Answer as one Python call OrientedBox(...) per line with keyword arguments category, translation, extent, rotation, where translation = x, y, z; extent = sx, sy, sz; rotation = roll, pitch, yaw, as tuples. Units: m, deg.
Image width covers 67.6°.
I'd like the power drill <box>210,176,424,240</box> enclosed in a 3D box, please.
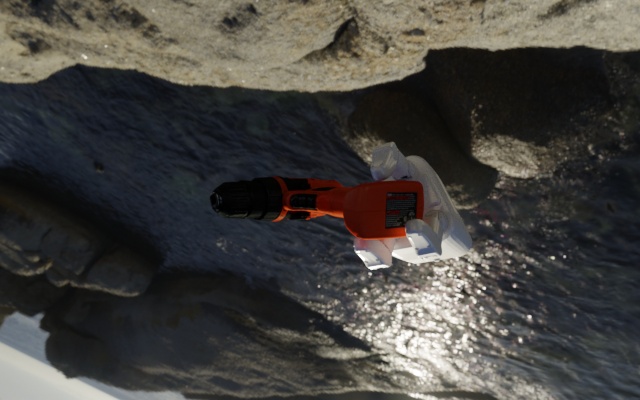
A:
OrientedBox(category="power drill", translation=(0.001, 0.002, 0.515), extent=(0.184, 0.057, 0.187), rotation=(-4, 9, -42))
